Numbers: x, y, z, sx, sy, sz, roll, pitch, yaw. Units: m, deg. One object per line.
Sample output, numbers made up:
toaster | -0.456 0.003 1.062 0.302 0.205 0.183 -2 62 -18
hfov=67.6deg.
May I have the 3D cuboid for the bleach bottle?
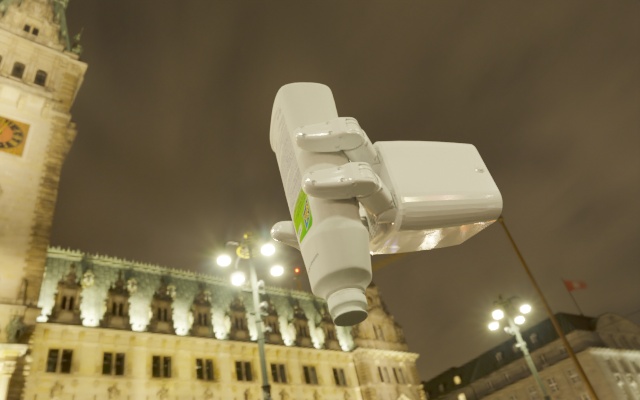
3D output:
bleach bottle | 0.000 0.001 0.456 0.068 0.250 0.103 -3 -39 -13
